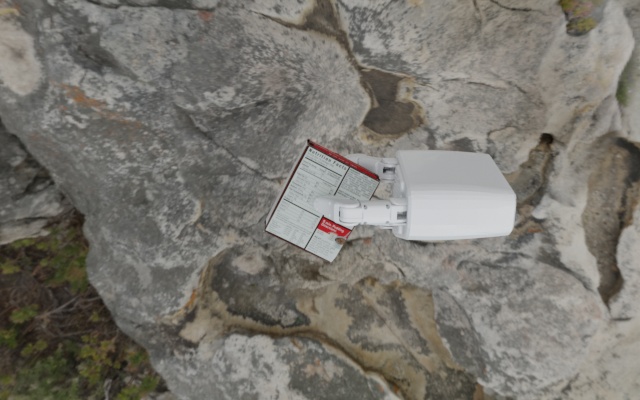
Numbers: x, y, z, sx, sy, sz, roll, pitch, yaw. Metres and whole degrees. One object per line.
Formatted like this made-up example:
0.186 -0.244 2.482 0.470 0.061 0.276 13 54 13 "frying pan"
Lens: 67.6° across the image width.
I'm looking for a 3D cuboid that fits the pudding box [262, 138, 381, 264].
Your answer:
0.000 0.002 0.528 0.090 0.113 0.039 27 12 -8 "pudding box"
